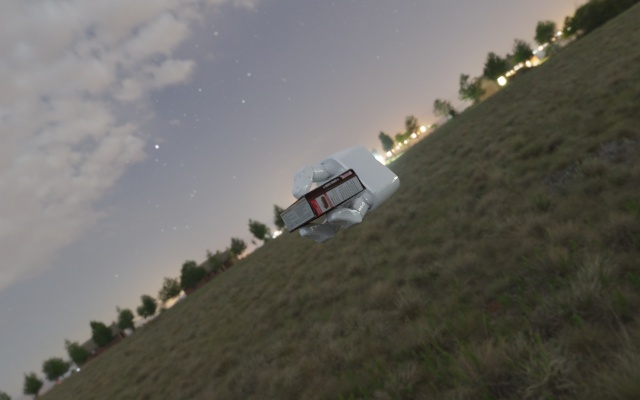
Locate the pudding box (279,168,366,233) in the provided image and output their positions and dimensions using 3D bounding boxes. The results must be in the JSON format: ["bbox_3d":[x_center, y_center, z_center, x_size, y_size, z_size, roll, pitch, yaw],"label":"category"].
[{"bbox_3d":[0.000,0.002,0.685,0.090,0.039,0.113,-31,-3,-26],"label":"pudding box"}]
